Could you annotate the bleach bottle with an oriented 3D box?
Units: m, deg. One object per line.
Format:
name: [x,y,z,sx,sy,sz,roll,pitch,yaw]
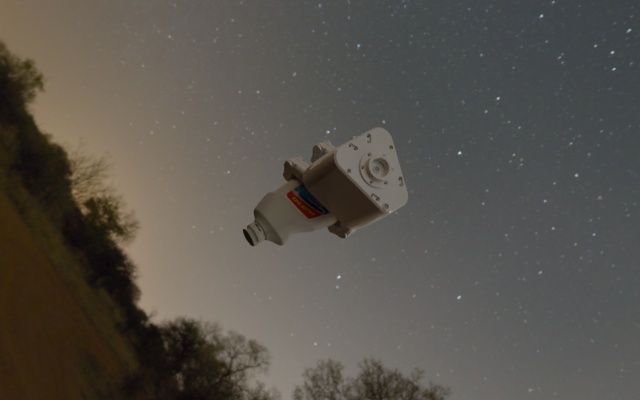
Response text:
bleach bottle: [0.000,0.002,0.725,0.251,0.102,0.068,-30,0,-25]
